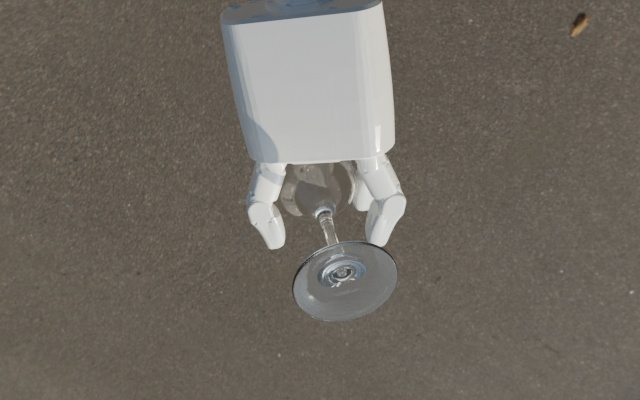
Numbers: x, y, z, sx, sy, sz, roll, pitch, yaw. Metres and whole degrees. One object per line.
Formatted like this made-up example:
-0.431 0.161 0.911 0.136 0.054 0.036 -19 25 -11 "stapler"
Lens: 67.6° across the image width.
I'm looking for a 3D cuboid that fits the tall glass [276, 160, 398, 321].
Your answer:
0.000 0.002 0.407 0.079 0.079 0.201 0 34 -12 "tall glass"
